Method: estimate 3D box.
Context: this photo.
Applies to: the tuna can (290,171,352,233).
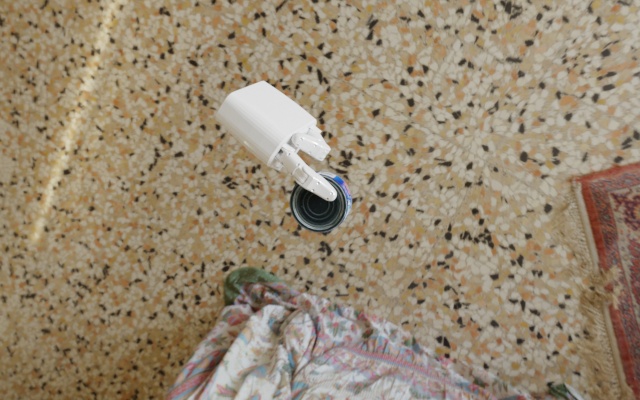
[{"bbox_3d":[0.000,0.002,0.678,0.086,0.086,0.033,0,11,13],"label":"tuna can"}]
